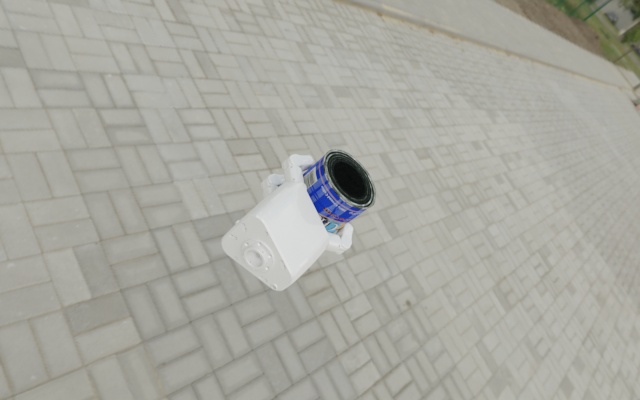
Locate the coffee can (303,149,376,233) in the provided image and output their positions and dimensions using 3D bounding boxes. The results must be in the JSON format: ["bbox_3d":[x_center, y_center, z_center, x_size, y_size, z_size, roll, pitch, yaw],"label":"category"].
[{"bbox_3d":[0.000,0.002,0.732,0.103,0.102,0.140,0,-30,-47],"label":"coffee can"}]
